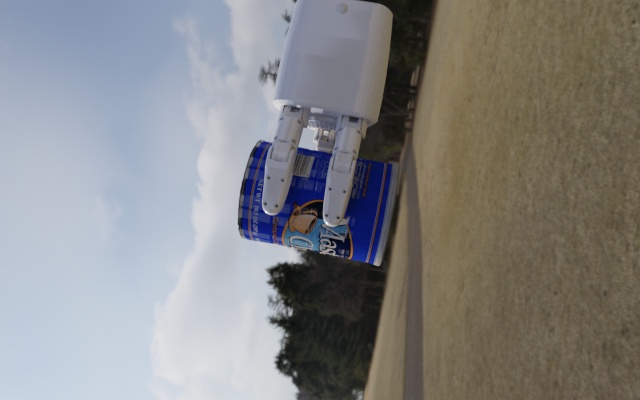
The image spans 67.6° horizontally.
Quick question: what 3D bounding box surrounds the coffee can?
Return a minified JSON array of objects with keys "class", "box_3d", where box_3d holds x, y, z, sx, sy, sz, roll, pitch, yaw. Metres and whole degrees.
[{"class":"coffee can","box_3d":[0.000,0.002,0.479,0.140,0.103,0.103,11,1,5]}]
